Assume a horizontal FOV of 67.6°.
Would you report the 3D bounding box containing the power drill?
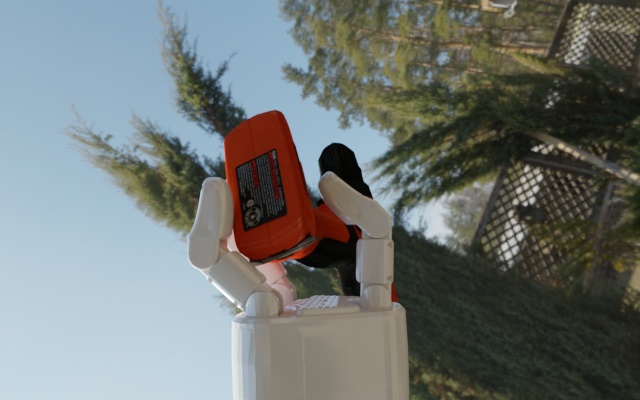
[{"bbox_3d":[0.000,0.001,0.401,0.057,0.184,0.188,-26,-30,21],"label":"power drill"}]
